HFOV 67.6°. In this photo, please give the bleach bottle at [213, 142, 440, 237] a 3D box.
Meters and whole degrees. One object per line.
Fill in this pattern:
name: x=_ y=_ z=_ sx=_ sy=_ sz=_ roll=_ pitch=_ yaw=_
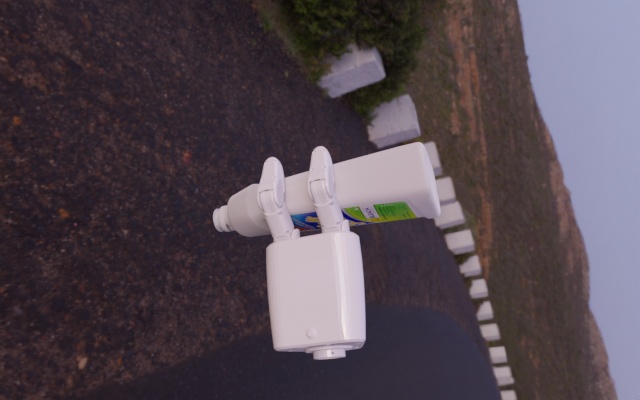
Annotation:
bleach bottle: x=0.000 y=0.002 z=0.538 sx=0.251 sy=0.068 sz=0.102 roll=-12 pitch=-21 yaw=17
